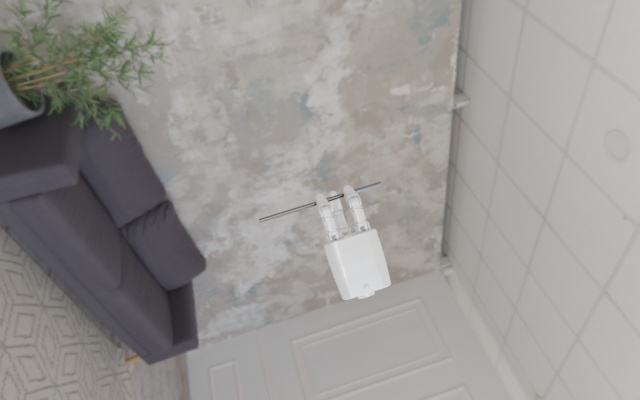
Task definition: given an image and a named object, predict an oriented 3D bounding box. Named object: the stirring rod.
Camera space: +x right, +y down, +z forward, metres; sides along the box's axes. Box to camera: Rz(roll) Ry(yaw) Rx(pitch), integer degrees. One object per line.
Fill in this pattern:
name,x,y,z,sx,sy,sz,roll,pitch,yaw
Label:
stirring rod,0.000,0.003,0.900,0.239,0.011,0.011,-17,1,-5
